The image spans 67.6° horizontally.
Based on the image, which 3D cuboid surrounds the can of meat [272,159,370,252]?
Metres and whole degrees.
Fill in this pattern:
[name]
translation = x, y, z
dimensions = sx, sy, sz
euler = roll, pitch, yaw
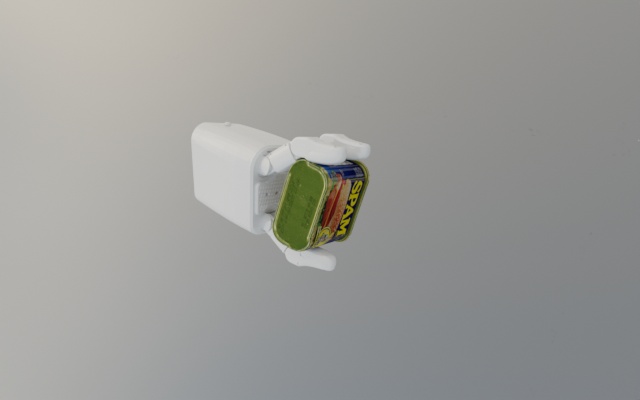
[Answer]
[can of meat]
translation = 0.000, 0.002, 0.526
dimensions = 0.057, 0.102, 0.084
euler = 28, 21, 28
